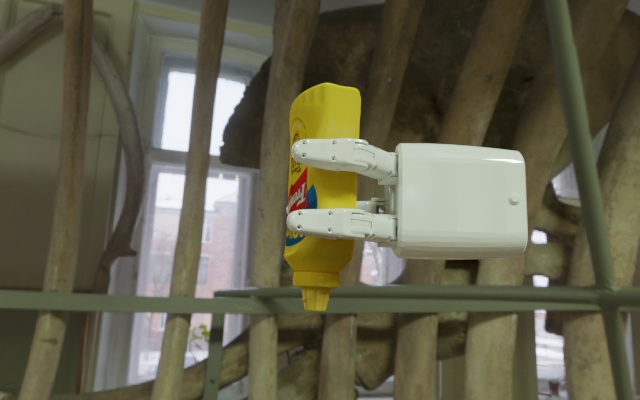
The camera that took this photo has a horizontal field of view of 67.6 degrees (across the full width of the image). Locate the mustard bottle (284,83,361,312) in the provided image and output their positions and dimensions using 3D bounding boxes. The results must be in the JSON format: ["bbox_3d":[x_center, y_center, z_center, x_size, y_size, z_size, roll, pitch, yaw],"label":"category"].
[{"bbox_3d":[0.000,0.001,0.428,0.058,0.191,0.096,6,-11,-22],"label":"mustard bottle"}]
